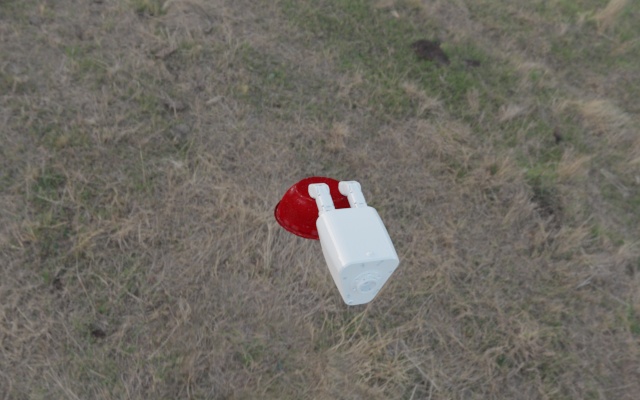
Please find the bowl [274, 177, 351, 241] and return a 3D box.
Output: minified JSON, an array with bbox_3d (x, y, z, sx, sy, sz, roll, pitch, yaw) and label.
[{"bbox_3d":[-0.001,0.002,0.839,0.162,0.055,0.162,4,30,-2],"label":"bowl"}]
